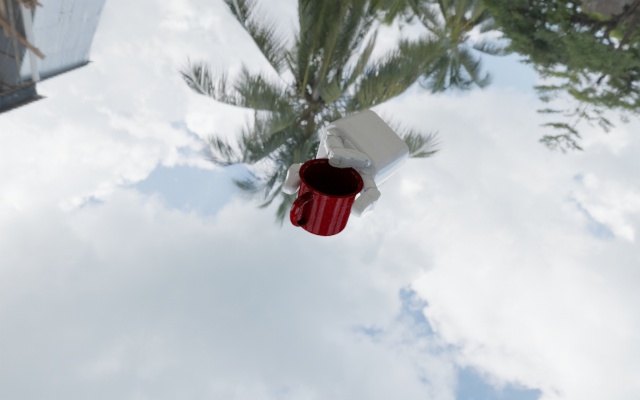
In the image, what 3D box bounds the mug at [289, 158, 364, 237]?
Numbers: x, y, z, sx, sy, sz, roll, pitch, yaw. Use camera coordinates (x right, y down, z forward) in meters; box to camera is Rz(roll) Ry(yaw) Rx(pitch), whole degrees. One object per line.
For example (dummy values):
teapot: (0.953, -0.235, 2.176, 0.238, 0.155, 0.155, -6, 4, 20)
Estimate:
mug: (-0.001, 0.003, 0.685, 0.093, 0.082, 0.117, 35, 42, 24)
